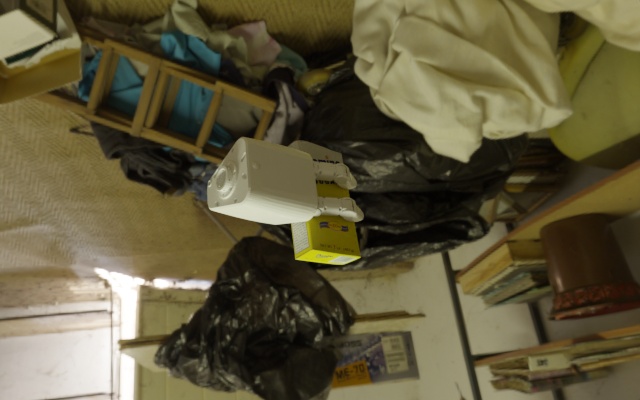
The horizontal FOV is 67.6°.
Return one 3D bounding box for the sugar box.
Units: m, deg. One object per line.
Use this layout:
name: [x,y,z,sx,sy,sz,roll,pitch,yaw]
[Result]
sugar box: [0.000,0.002,0.697,0.093,0.176,0.048,13,-31,-39]
